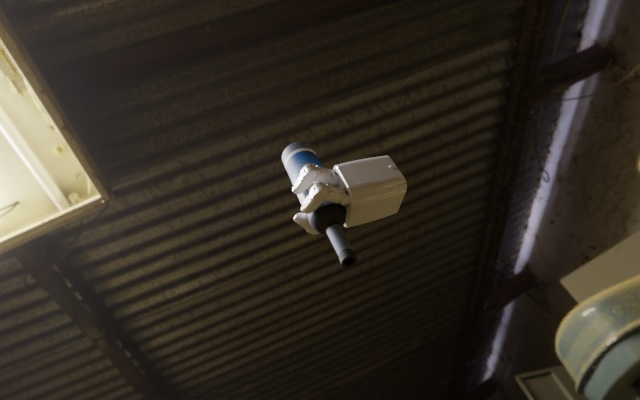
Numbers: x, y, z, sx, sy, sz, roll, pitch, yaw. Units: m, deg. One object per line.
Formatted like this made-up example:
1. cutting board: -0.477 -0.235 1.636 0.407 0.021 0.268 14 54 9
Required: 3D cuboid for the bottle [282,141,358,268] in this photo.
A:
1. bottle: 0.000 0.003 0.854 0.069 0.069 0.295 0 40 -24
